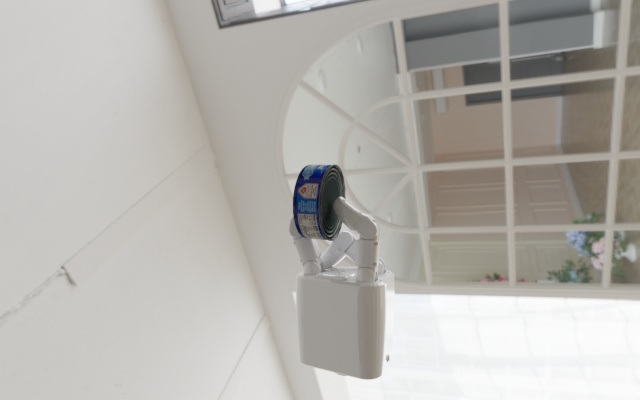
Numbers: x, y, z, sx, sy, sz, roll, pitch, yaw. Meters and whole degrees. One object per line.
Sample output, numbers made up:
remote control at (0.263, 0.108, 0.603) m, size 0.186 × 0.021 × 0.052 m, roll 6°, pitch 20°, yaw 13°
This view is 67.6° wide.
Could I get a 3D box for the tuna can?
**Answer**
tuna can at (0.000, 0.002, 0.538) m, size 0.034 × 0.086 × 0.086 m, roll 3°, pitch 1°, yaw 20°
